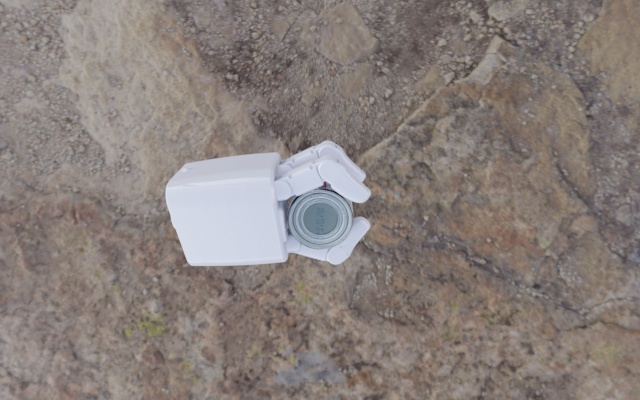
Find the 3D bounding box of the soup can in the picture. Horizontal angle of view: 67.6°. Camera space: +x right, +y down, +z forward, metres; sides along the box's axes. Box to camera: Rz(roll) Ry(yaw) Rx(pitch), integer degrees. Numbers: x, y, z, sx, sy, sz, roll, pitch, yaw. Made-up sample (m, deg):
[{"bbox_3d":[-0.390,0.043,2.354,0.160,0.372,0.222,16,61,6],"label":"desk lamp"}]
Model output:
[{"bbox_3d":[0.001,0.002,0.520,0.068,0.068,0.102,0,21,0],"label":"soup can"}]
